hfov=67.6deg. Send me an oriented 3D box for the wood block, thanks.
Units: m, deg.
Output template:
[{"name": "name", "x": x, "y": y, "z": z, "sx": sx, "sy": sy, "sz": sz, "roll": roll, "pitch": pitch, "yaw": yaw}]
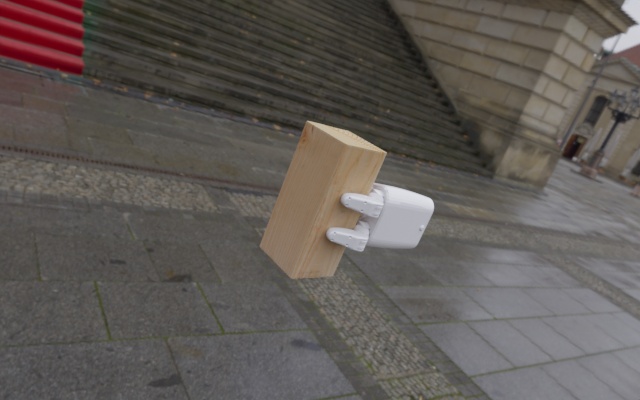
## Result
[{"name": "wood block", "x": 0.000, "y": 0.002, "z": 0.697, "sx": 0.090, "sy": 0.206, "sz": 0.090, "roll": 5, "pitch": 24, "yaw": -44}]
